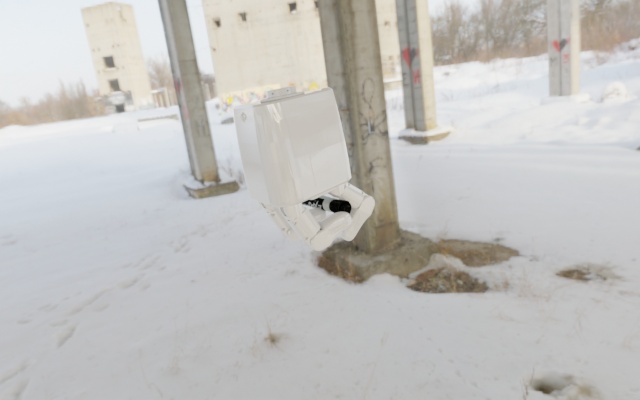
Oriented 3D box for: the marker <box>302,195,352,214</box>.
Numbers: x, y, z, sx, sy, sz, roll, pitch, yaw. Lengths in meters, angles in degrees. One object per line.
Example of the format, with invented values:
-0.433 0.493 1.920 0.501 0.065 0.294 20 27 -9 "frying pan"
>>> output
0.000 0.002 0.592 0.020 0.020 0.121 0 8 -31 "marker"
